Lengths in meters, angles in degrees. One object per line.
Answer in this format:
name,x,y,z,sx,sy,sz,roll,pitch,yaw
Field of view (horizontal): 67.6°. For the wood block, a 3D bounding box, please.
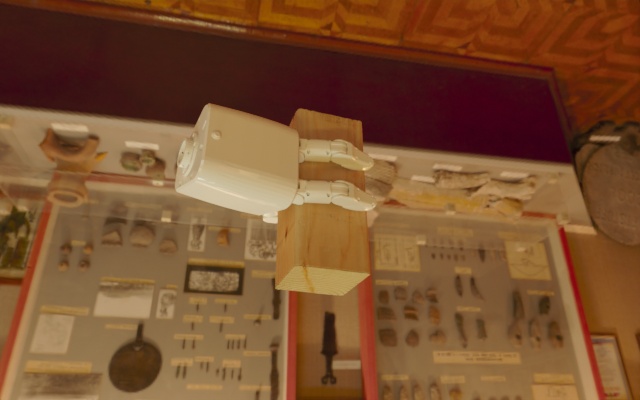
wood block,0.000,0.002,0.592,0.090,0.206,0.091,9,-29,-17
